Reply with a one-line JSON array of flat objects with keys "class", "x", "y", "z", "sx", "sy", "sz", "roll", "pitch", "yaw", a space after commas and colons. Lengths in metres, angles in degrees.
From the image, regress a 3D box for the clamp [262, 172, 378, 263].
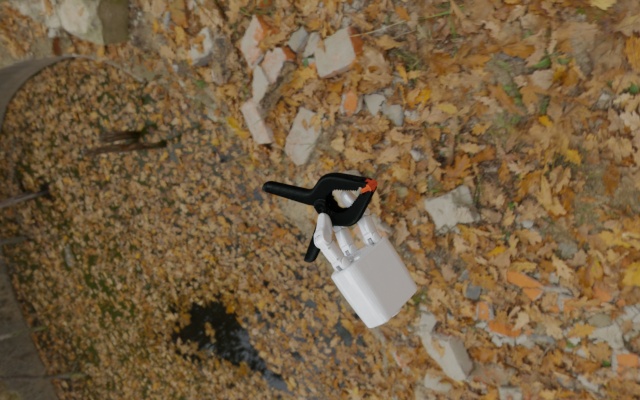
[{"class": "clamp", "x": 0.000, "y": 0.003, "z": 0.799, "sx": 0.210, "sy": 0.164, "sz": 0.036, "roll": -33, "pitch": 4, "yaw": 38}]
